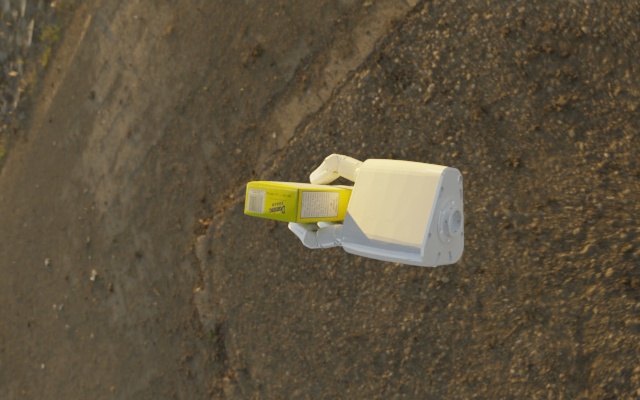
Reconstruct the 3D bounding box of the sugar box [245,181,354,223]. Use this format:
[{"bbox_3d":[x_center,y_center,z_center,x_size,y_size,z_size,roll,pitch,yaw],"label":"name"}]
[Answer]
[{"bbox_3d":[0.000,0.003,0.614,0.093,0.048,0.176,8,3,43],"label":"sugar box"}]
